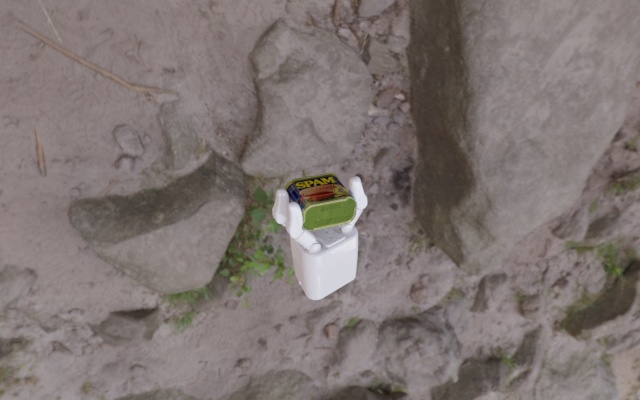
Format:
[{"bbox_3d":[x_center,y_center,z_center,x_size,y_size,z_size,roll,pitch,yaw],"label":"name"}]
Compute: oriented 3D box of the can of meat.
[{"bbox_3d":[0.000,0.003,0.796,0.102,0.057,0.084,-11,34,-19],"label":"can of meat"}]
